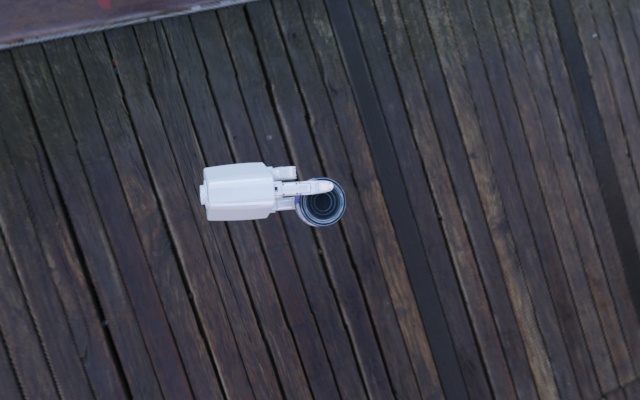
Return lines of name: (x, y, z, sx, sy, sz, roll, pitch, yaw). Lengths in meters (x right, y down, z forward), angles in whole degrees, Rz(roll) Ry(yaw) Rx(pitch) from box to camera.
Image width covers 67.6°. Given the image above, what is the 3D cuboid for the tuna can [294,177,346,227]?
tuna can: (0.000, 0.003, 0.826, 0.086, 0.086, 0.034, 0, -2, -19)
